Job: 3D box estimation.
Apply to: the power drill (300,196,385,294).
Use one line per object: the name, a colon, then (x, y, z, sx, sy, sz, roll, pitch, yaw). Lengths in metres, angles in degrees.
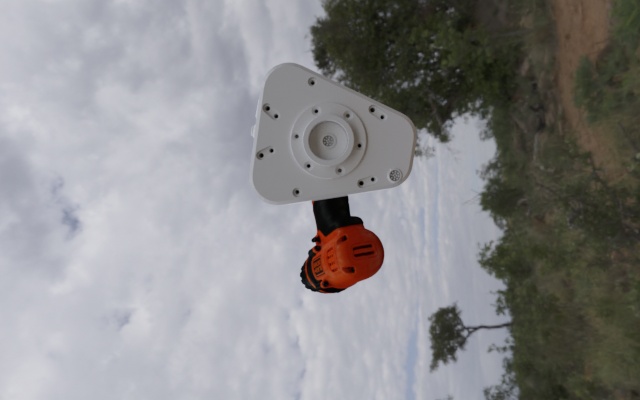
power drill: (0.000, 0.001, 0.493, 0.057, 0.187, 0.184, -10, -12, -19)
